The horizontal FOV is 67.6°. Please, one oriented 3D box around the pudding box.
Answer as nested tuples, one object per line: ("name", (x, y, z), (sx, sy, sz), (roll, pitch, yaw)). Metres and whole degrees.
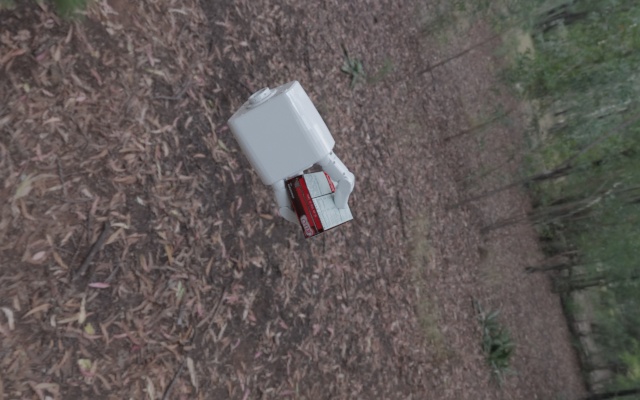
("pudding box", (0.000, 0.002, 0.722), (0.039, 0.090, 0.113), (-21, -3, 29))
